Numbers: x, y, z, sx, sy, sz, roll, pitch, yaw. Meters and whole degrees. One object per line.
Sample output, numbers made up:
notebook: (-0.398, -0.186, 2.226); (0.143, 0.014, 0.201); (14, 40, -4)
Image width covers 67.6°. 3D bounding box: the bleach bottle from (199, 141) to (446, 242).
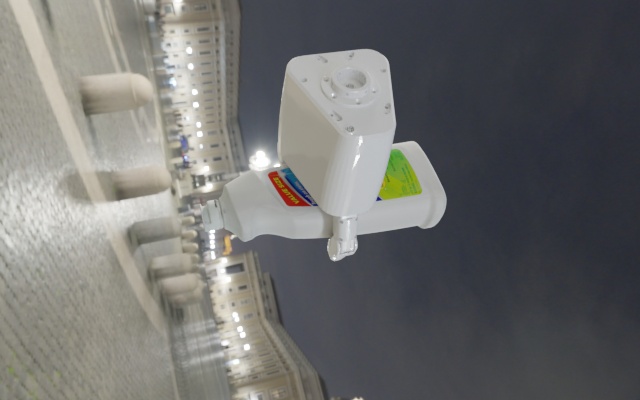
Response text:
bleach bottle: (0.000, 0.002, 0.516); (0.251, 0.102, 0.068); (-11, -32, -14)
